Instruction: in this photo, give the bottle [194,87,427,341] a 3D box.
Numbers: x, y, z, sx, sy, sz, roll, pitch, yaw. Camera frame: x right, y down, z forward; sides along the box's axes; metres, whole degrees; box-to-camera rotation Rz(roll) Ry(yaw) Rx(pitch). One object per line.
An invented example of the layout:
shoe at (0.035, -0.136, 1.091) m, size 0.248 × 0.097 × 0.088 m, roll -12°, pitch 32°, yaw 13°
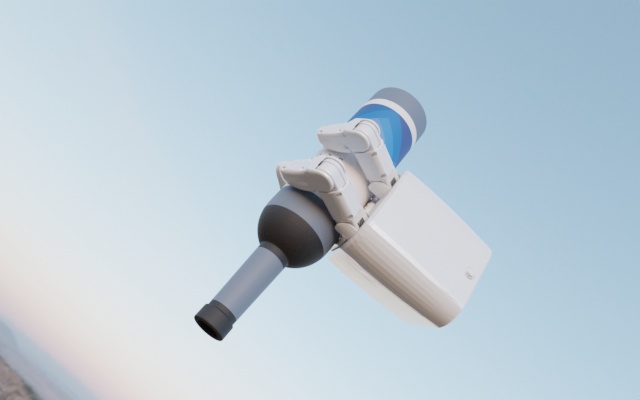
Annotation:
bottle at (0.000, 0.001, 0.427) m, size 0.069 × 0.069 × 0.295 m, roll 0°, pitch 39°, yaw 46°
